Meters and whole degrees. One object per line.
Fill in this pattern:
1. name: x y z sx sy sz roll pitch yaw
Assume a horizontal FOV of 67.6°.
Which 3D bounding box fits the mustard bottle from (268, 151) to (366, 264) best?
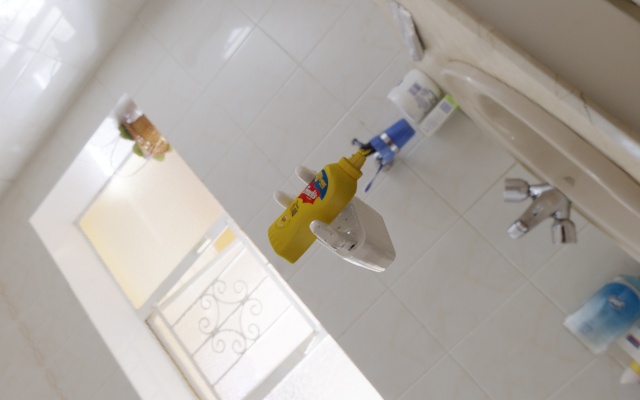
1. mustard bottle: 0.000 0.002 0.728 0.058 0.191 0.096 37 13 -22
